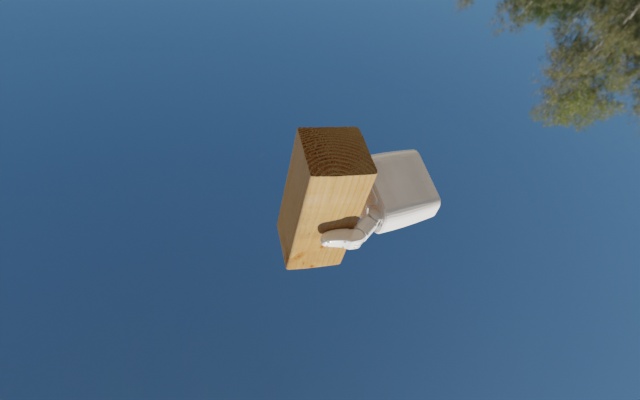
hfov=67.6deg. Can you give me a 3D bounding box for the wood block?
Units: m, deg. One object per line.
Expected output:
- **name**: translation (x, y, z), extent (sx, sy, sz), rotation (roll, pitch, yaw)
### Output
- **wood block**: translation (0.001, 0.003, 0.680), extent (0.090, 0.090, 0.206), rotation (-3, -40, -17)
